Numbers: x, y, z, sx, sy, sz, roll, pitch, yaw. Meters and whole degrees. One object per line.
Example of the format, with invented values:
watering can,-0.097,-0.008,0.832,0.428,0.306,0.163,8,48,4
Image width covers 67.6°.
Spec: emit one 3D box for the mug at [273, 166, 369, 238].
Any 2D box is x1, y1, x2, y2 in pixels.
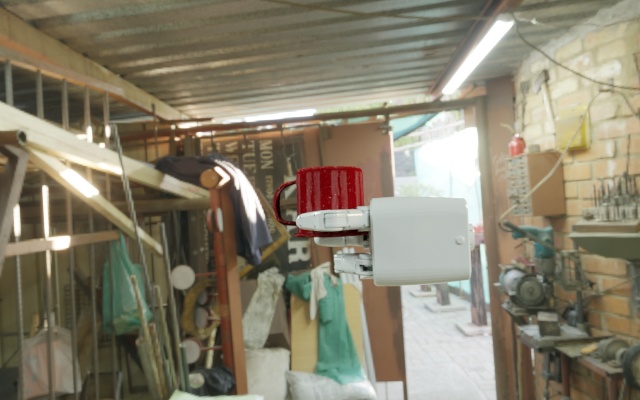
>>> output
mug,-0.001,0.002,0.584,0.117,0.081,0.093,-2,-1,7
